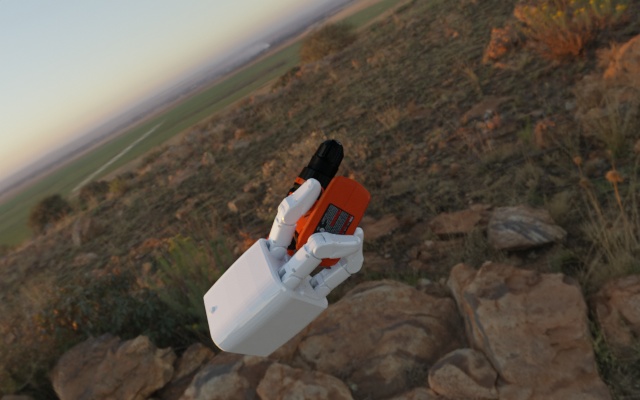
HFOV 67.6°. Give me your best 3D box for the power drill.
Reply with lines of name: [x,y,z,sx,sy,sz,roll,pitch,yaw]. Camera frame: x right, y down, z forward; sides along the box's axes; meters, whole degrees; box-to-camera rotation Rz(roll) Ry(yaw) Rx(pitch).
power drill: [0.000,0.002,0.627,0.057,0.184,0.187,27,-2,-15]
